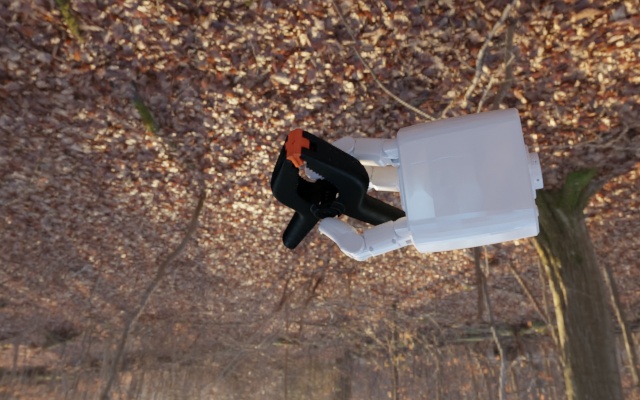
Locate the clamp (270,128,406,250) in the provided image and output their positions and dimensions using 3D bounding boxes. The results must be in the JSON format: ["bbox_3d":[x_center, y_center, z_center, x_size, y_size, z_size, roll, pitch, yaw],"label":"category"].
[{"bbox_3d":[0.000,0.002,0.486,0.164,0.036,0.210,-11,-31,21],"label":"clamp"}]
